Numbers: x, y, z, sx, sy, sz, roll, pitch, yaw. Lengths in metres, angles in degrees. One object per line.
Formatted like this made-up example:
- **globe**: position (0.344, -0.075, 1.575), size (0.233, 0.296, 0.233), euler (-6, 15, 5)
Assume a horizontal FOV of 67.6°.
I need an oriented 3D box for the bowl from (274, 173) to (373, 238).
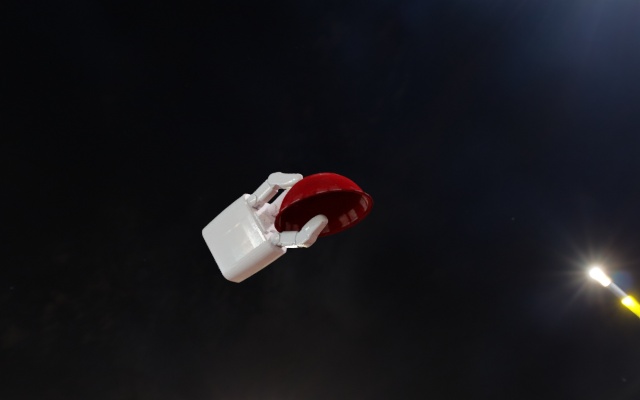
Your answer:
- **bowl**: position (0.001, 0.002, 0.770), size (0.162, 0.055, 0.162), euler (-11, -27, -6)
